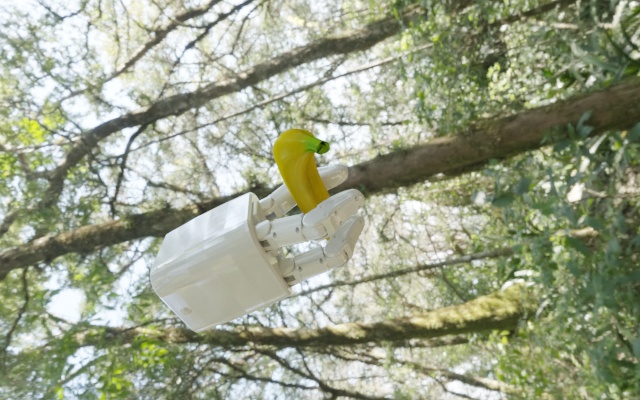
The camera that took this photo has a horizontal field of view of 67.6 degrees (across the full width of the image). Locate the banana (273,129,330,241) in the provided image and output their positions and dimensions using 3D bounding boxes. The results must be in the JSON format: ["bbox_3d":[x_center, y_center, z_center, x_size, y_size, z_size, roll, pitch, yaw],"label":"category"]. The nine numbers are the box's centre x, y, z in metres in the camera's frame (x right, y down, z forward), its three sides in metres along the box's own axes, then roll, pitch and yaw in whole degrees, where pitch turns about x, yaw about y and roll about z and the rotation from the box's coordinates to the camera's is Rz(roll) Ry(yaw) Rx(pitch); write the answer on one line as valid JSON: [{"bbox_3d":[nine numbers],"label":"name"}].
[{"bbox_3d":[-0.010,-0.013,0.466,0.037,0.069,0.198,-33,-27,-8],"label":"banana"}]
